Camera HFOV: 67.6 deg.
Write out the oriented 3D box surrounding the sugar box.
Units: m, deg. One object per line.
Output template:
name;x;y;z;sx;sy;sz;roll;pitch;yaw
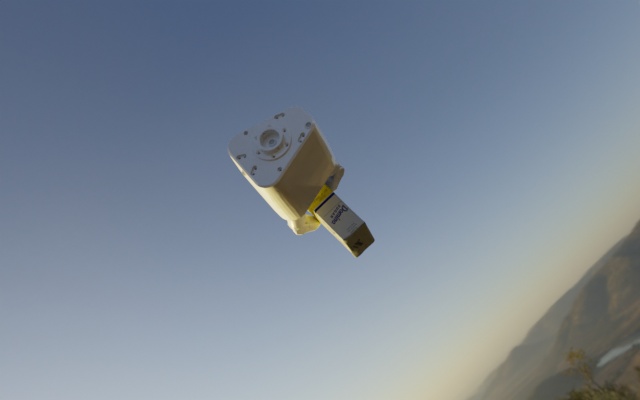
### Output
sugar box;0.000;0.003;0.704;0.176;0.048;0.093;47;-3;26
